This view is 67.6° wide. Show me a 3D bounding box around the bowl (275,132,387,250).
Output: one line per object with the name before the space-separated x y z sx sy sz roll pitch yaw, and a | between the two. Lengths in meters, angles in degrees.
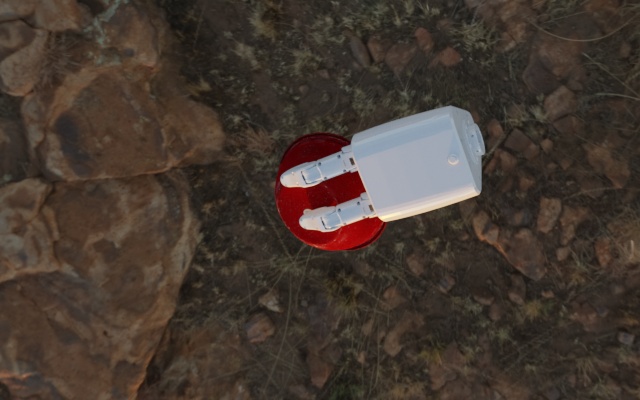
bowl | -0.001 0.003 0.583 0.162 0.162 0.055 0 24 35
